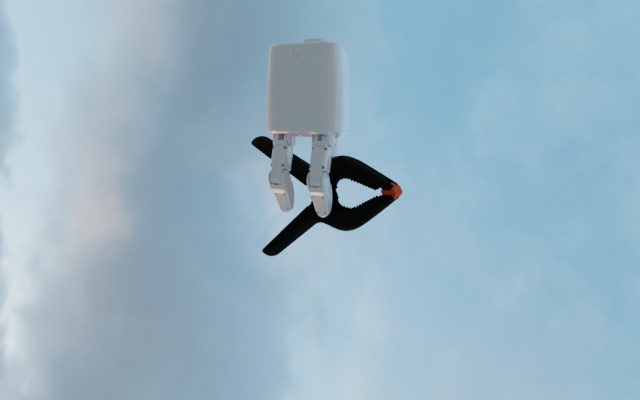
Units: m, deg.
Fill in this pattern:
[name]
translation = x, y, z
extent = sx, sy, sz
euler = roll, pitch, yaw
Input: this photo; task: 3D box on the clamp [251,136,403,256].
[clamp]
translation = 0.001, 0.002, 0.617
extent = 0.210, 0.164, 0.036
euler = 6, 11, 27
